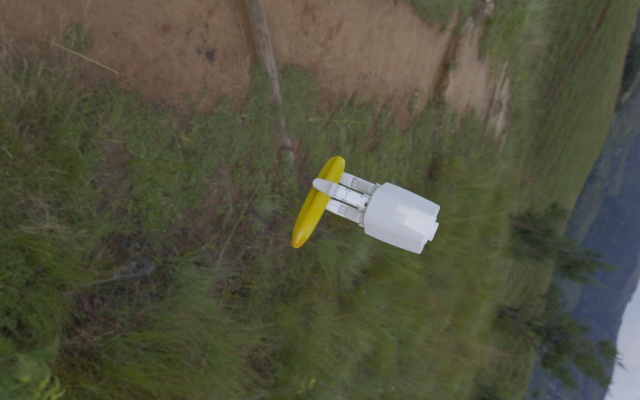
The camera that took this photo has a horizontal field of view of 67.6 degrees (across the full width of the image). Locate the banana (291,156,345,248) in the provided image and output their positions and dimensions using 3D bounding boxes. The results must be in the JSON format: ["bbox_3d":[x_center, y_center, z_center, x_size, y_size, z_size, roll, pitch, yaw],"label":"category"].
[{"bbox_3d":[0.001,-0.008,0.840,0.037,0.197,0.070,24,-23,11],"label":"banana"}]
